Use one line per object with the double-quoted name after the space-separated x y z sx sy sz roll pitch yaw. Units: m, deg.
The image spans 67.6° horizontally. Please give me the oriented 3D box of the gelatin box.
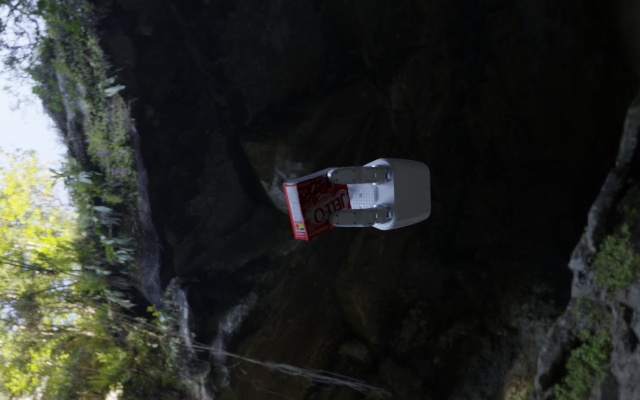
0.000 0.002 0.613 0.089 0.073 0.030 -22 15 -41 "gelatin box"
